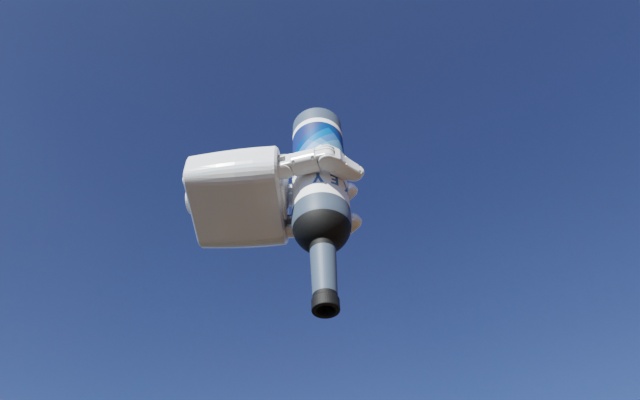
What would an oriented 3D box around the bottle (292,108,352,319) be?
[{"bbox_3d":[0.000,0.002,0.553,0.069,0.069,0.295,0,44,-3],"label":"bottle"}]
